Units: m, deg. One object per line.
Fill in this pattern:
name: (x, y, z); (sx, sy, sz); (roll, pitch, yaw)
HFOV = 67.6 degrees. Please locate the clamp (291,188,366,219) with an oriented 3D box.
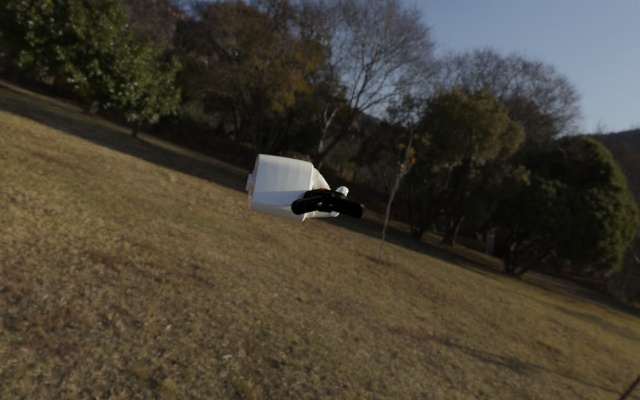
clamp: (0.000, 0.002, 0.836); (0.120, 0.039, 0.171); (8, 6, -13)
